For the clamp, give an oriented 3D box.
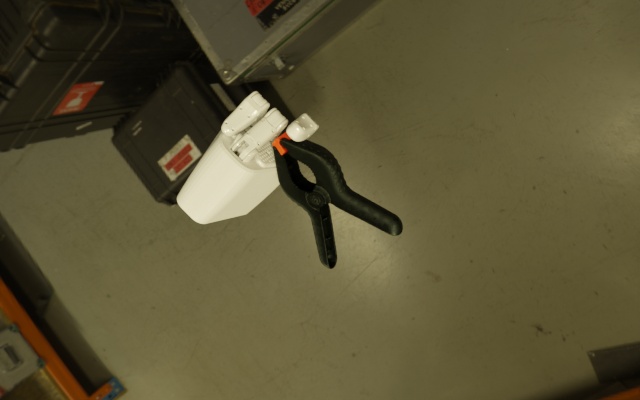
[{"bbox_3d":[0.000,0.002,0.553,0.120,0.171,0.039,-43,-2,31],"label":"clamp"}]
